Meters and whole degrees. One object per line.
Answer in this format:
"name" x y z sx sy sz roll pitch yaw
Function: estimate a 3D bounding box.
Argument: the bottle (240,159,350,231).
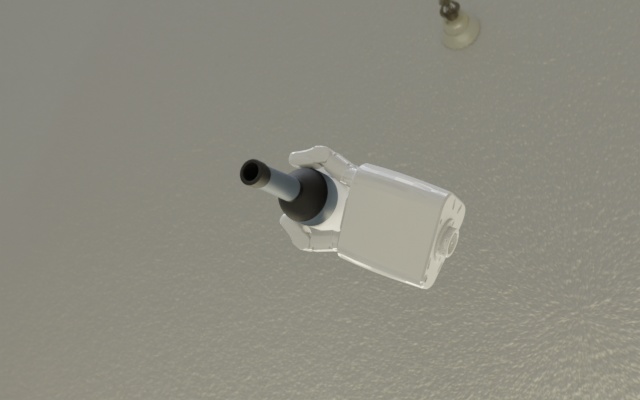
"bottle" 0.000 0.002 0.595 0.069 0.069 0.296 0 -12 29
